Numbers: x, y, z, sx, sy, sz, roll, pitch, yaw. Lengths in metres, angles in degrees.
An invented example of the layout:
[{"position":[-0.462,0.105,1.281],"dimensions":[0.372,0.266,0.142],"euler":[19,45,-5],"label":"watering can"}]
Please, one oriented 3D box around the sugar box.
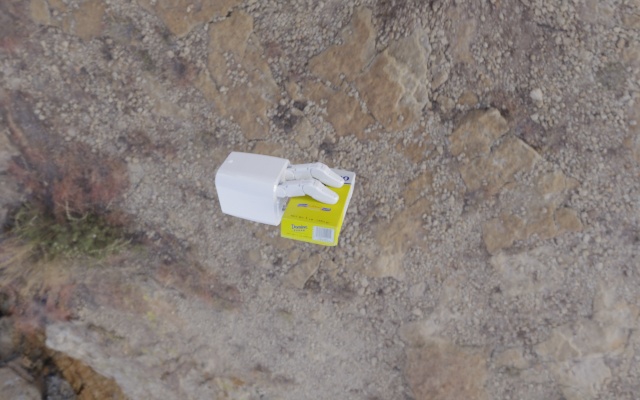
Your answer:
[{"position":[0.000,0.002,0.819],"dimensions":[0.093,0.048,0.176],"euler":[10,37,7],"label":"sugar box"}]
